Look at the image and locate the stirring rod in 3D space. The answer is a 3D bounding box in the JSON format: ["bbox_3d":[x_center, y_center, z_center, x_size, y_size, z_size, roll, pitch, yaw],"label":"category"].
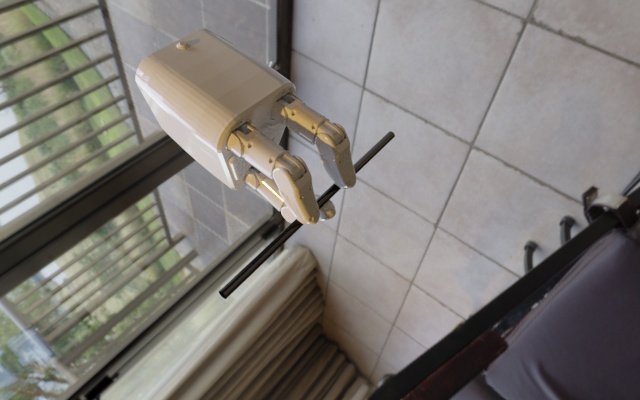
[{"bbox_3d":[0.000,0.001,0.419,0.011,0.011,0.239,0,35,47],"label":"stirring rod"}]
